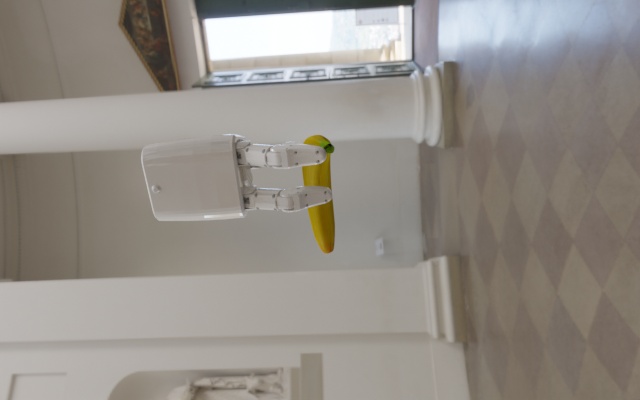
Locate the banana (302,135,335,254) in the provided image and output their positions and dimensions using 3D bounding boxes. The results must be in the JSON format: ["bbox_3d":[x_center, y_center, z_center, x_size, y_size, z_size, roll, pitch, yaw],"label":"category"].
[{"bbox_3d":[-0.002,-0.014,0.604,0.037,0.069,0.198,-6,-42,-2],"label":"banana"}]
